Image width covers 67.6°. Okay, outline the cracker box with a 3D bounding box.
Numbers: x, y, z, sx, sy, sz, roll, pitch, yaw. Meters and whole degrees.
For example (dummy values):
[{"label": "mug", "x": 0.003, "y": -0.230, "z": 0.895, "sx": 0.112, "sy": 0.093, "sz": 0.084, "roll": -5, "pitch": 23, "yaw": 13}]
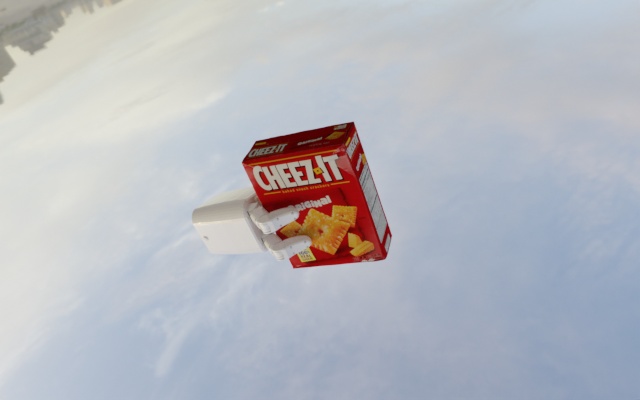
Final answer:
[{"label": "cracker box", "x": 0.000, "y": 0.002, "z": 0.726, "sx": 0.164, "sy": 0.214, "sz": 0.072, "roll": -8, "pitch": 34, "yaw": 23}]
